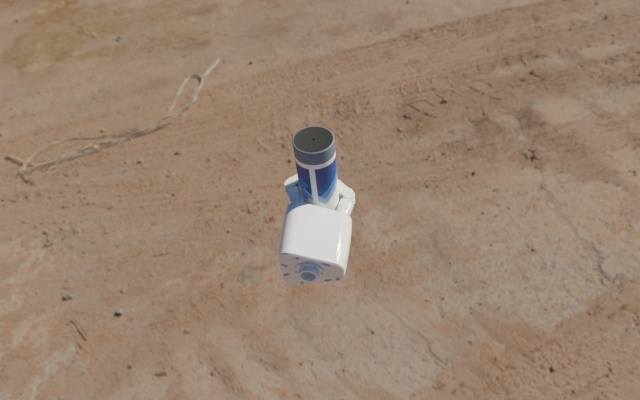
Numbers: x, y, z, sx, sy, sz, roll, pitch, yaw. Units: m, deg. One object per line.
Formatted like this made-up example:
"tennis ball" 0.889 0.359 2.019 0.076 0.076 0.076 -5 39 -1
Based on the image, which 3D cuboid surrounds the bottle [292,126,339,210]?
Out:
"bottle" 0.000 0.003 0.853 0.069 0.069 0.296 0 -42 6
